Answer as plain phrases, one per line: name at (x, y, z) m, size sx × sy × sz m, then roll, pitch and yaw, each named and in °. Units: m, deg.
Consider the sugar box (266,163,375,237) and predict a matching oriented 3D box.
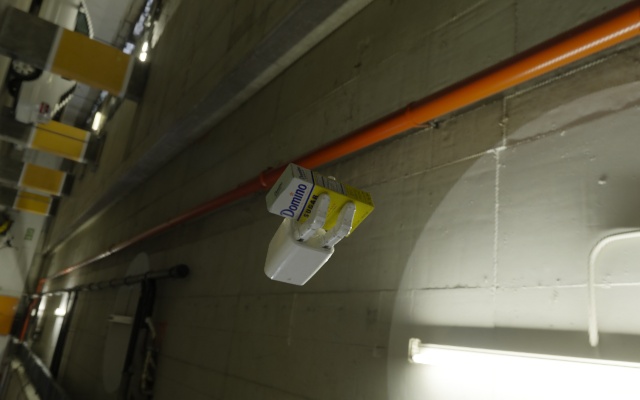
sugar box at (0.000, 0.003, 0.863) m, size 0.176 × 0.048 × 0.093 m, roll 17°, pitch -51°, yaw -30°
